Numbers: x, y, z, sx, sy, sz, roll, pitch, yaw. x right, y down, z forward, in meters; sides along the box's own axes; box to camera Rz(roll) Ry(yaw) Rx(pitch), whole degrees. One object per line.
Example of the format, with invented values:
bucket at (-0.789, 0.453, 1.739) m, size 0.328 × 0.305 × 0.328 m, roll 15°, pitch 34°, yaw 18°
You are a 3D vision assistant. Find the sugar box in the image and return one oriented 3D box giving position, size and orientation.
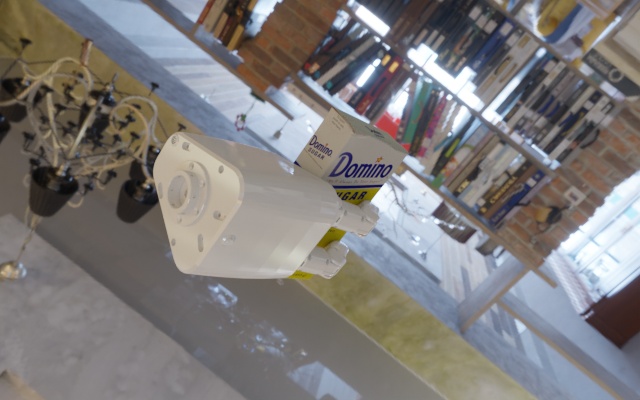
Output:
sugar box at (0.000, 0.002, 0.471) m, size 0.093 × 0.176 × 0.048 m, roll 12°, pitch 33°, yaw -49°
